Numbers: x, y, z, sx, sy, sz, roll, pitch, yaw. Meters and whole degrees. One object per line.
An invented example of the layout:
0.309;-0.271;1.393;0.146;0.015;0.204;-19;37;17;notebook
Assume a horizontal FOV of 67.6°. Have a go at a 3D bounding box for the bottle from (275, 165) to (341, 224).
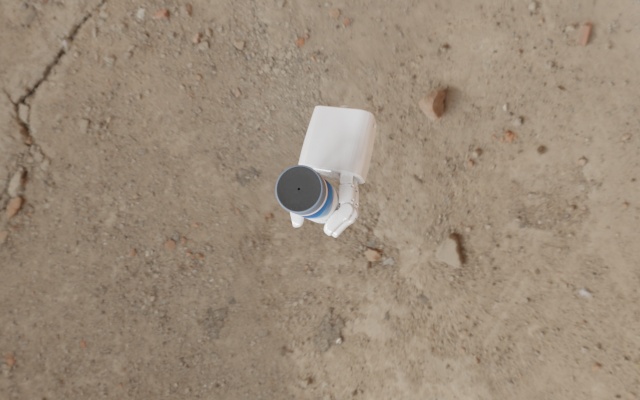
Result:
0.000;0.003;0.784;0.069;0.069;0.296;0;-7;12;bottle
